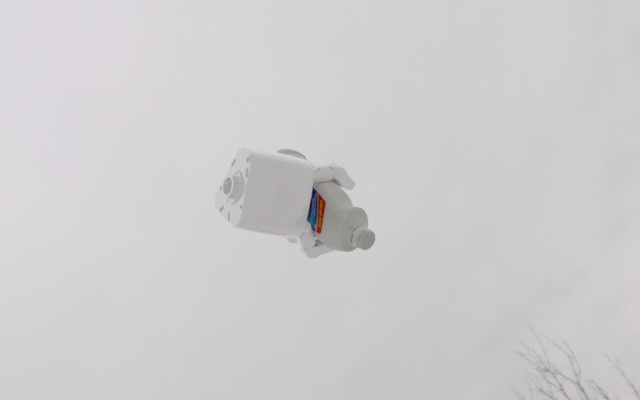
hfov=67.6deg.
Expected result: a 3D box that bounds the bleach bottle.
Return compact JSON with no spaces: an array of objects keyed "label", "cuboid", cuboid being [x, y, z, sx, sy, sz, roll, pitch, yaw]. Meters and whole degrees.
[{"label":"bleach bottle","cuboid":[0.000,0.003,0.749,0.068,0.102,0.250,10,15,-38]}]
